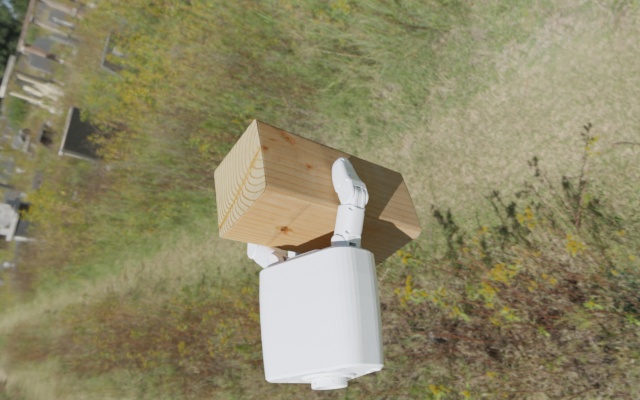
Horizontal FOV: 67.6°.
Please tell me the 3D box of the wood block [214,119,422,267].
[{"bbox_3d":[0.000,0.002,0.525,0.206,0.090,0.091,16,-44,-35],"label":"wood block"}]
